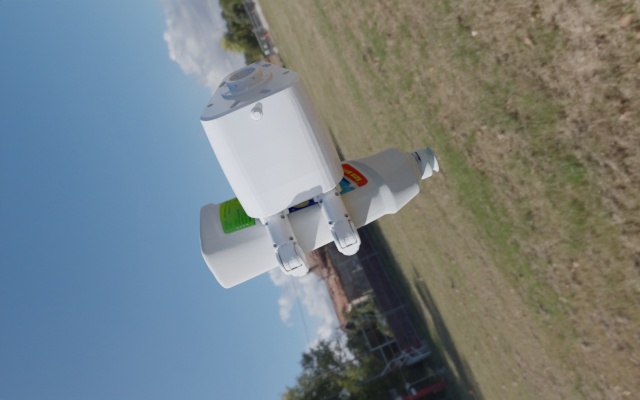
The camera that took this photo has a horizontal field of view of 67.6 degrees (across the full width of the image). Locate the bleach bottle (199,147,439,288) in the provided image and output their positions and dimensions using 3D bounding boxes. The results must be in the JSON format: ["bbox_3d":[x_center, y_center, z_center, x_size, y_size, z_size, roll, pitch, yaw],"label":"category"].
[{"bbox_3d":[0.000,0.002,0.505,0.251,0.068,0.102,-23,33,0],"label":"bleach bottle"}]
